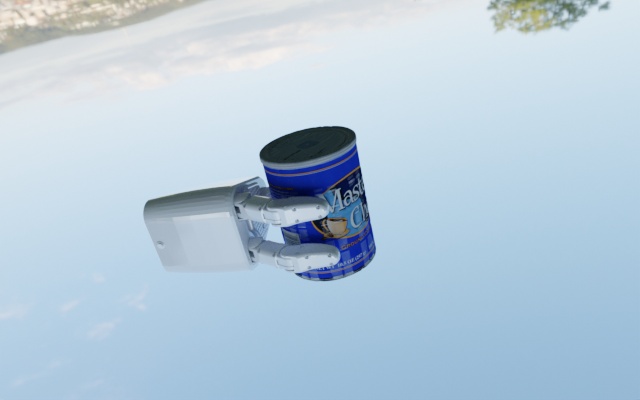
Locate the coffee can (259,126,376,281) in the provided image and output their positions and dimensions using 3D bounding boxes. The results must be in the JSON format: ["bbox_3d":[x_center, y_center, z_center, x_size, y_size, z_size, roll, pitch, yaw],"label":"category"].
[{"bbox_3d":[0.000,0.002,0.523,0.103,0.140,0.102,-11,26,5],"label":"coffee can"}]
